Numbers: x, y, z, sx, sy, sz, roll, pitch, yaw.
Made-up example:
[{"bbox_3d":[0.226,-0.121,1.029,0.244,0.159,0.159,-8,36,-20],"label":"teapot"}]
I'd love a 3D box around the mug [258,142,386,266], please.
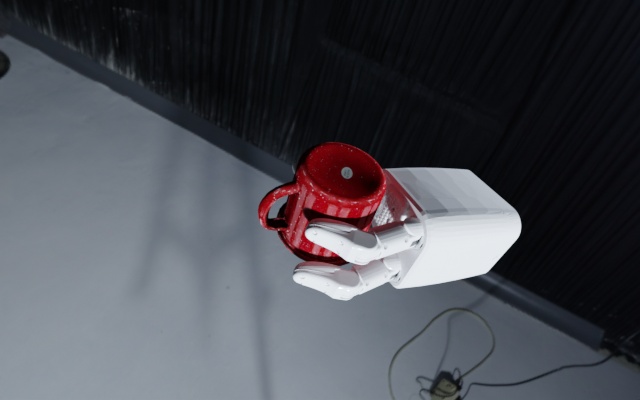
[{"bbox_3d":[-0.001,0.001,0.439,0.117,0.093,0.082,-4,-41,-22],"label":"mug"}]
